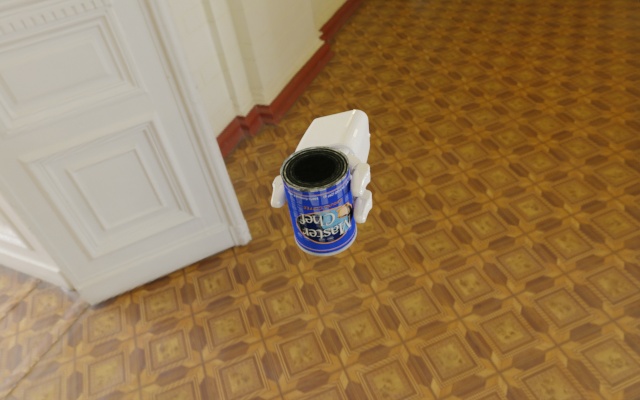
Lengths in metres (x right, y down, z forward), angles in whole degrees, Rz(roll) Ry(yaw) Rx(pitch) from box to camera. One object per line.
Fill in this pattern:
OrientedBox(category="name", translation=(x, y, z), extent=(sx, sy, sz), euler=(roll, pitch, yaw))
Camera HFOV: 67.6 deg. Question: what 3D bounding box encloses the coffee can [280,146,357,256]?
OrientedBox(category="coffee can", translation=(0.000, 0.003, 0.739), extent=(0.103, 0.140, 0.102), euler=(-5, 42, 5))
